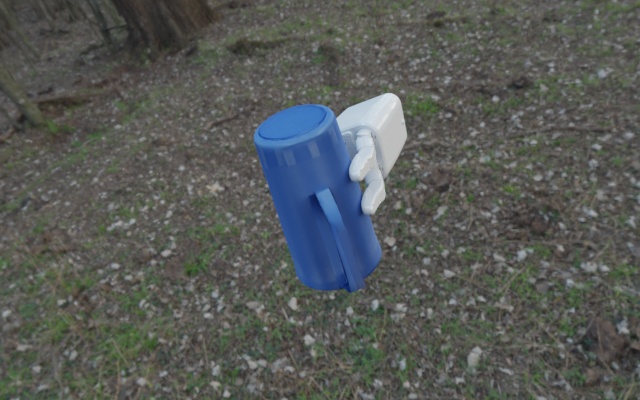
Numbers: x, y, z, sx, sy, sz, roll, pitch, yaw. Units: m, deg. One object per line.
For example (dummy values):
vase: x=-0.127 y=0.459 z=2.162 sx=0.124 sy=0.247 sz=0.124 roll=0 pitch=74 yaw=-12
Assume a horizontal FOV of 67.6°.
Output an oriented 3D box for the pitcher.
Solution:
pitcher: x=0.000 y=0.002 z=0.653 sx=0.149 sy=0.243 sz=0.145 roll=5 pitch=40 yaw=32
